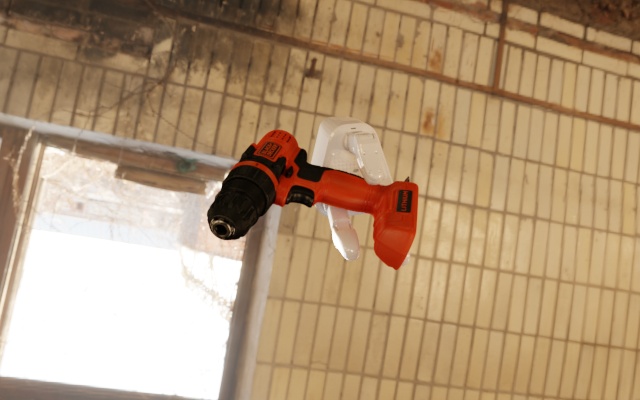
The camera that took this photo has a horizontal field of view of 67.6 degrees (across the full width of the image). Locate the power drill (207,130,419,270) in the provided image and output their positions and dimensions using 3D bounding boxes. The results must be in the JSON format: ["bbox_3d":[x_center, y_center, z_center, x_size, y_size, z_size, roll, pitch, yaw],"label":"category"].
[{"bbox_3d":[0.001,0.002,0.473,0.187,0.057,0.184,21,34,1],"label":"power drill"}]
